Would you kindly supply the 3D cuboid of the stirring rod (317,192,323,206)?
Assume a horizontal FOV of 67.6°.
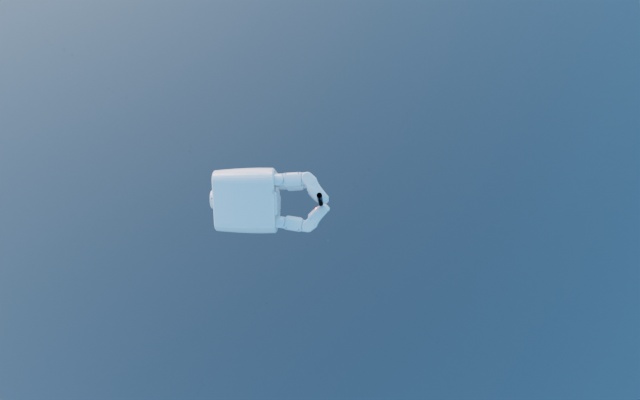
[{"bbox_3d":[0.000,0.003,0.790,0.011,0.011,0.239,0,-5,1],"label":"stirring rod"}]
